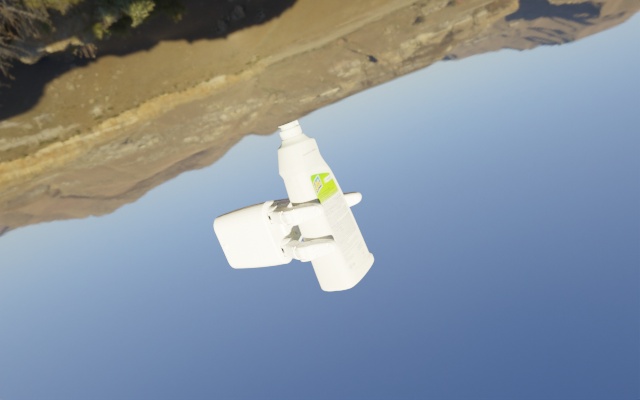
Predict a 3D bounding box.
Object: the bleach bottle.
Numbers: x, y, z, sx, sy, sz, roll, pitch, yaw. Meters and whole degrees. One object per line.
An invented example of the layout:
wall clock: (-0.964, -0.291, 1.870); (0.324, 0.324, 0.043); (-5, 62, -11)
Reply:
bleach bottle: (0.000, 0.002, 0.709); (0.068, 0.251, 0.102); (-12, 15, 32)
